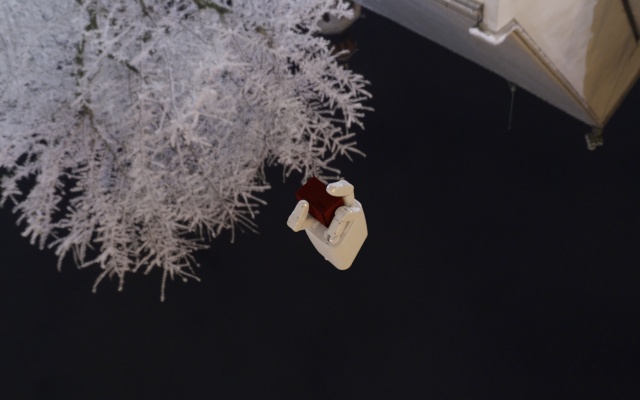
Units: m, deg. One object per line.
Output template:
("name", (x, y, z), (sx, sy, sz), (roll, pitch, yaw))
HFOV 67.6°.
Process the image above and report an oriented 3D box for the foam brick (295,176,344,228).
("foam brick", (0.000, 0.003, 0.899), (0.078, 0.053, 0.051), (39, -18, 32))
